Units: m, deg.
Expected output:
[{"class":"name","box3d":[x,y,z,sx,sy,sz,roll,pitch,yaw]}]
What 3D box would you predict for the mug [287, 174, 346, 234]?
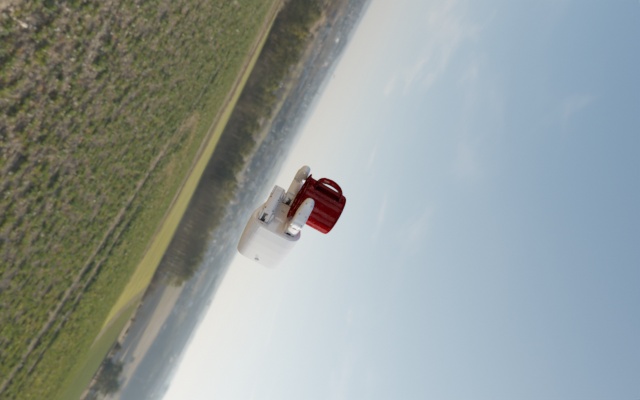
[{"class":"mug","box3d":[0.001,0.002,0.878,0.081,0.093,0.117,29,-48,-7]}]
